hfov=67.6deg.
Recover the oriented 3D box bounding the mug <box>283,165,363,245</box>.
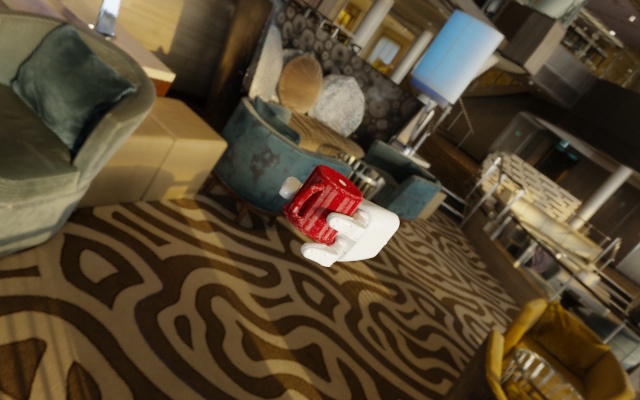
[{"bbox_3d":[-0.001,0.002,0.672,0.093,0.081,0.117,45,18,27],"label":"mug"}]
